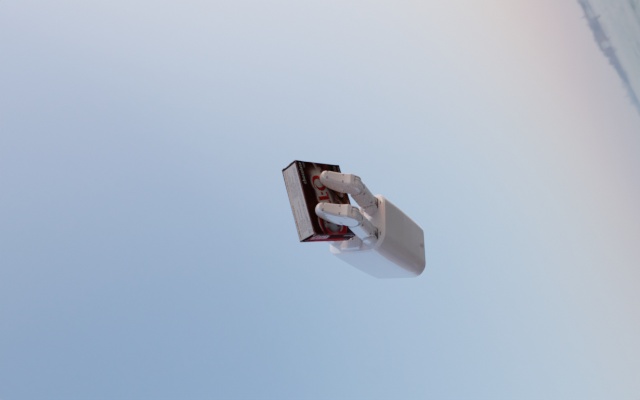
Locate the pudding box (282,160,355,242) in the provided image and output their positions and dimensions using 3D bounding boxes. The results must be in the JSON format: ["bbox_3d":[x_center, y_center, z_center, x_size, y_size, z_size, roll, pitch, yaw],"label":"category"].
[{"bbox_3d":[0.000,0.002,0.678,0.090,0.113,0.039,3,-27,-46],"label":"pudding box"}]
